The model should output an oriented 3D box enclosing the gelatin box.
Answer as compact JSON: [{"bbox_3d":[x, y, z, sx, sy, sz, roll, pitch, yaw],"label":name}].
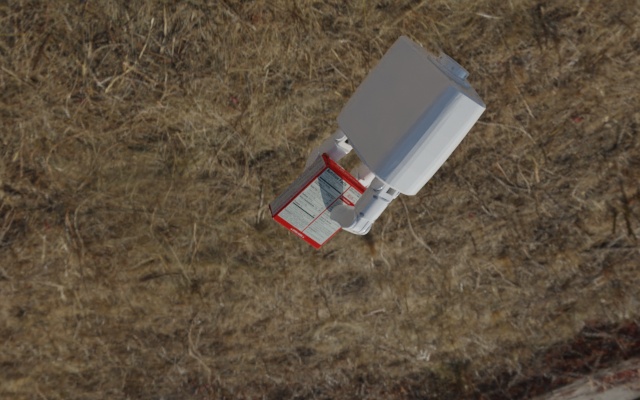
[{"bbox_3d":[0.000,0.002,0.524,0.073,0.089,0.030,37,18,-32],"label":"gelatin box"}]
